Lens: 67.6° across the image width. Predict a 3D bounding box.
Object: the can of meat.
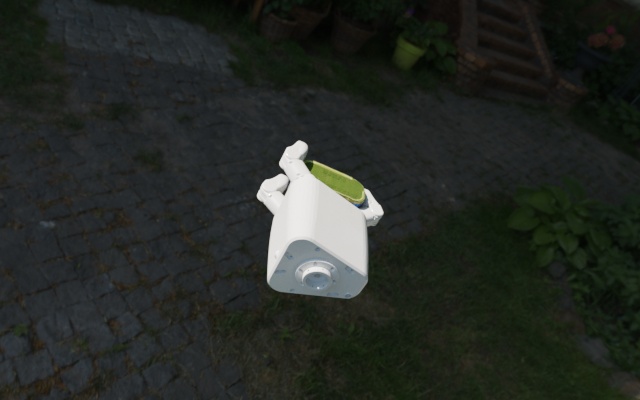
[{"bbox_3d":[0.000,0.002,0.654,0.102,0.084,0.057,22,36,-11],"label":"can of meat"}]
